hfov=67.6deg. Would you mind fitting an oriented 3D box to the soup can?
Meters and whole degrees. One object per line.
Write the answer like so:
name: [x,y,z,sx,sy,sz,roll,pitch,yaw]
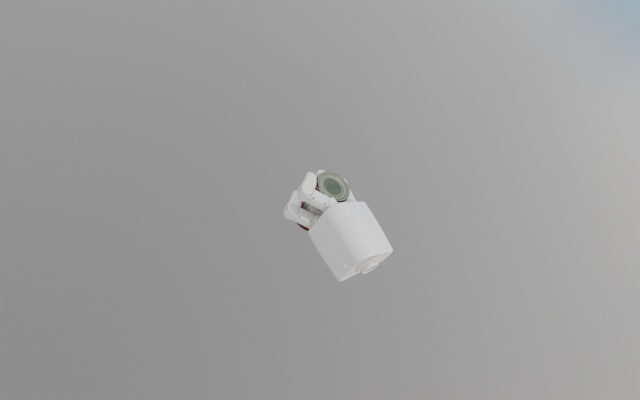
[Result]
soup can: [0.000,0.002,0.870,0.068,0.068,0.102,0,-34,-33]
